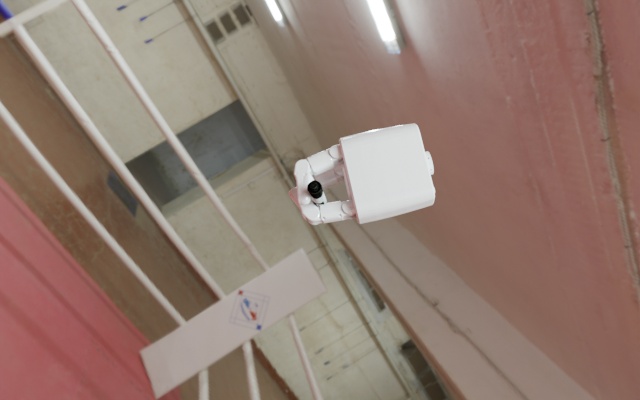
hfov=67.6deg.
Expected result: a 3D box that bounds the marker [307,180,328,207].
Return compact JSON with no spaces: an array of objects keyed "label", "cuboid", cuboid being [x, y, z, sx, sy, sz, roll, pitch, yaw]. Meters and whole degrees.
[{"label":"marker","cuboid":[0.000,0.002,0.646,0.020,0.020,0.121,0,-20,8]}]
